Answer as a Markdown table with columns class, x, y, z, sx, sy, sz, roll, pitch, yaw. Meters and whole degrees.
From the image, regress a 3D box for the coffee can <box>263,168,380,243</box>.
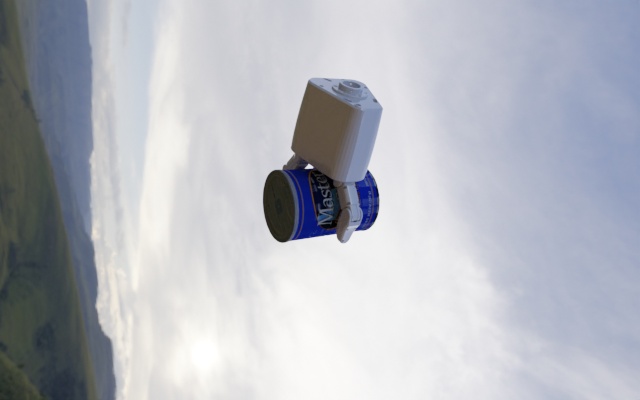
| class | x | y | z | sx | sy | sz | roll | pitch | yaw |
| --- | --- | --- | --- | --- | --- | --- | --- | --- | --- |
| coffee can | 0.000 | 0.002 | 0.698 | 0.140 | 0.103 | 0.103 | -6 | 3 | -30 |
